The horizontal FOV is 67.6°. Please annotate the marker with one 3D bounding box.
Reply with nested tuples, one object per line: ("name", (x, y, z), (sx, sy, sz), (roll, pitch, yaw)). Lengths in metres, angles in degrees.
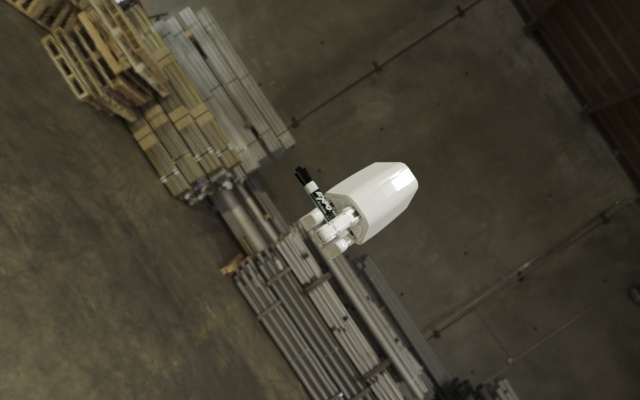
("marker", (0.000, 0.002, 0.696), (0.020, 0.121, 0.020), (-34, 1, 1))
